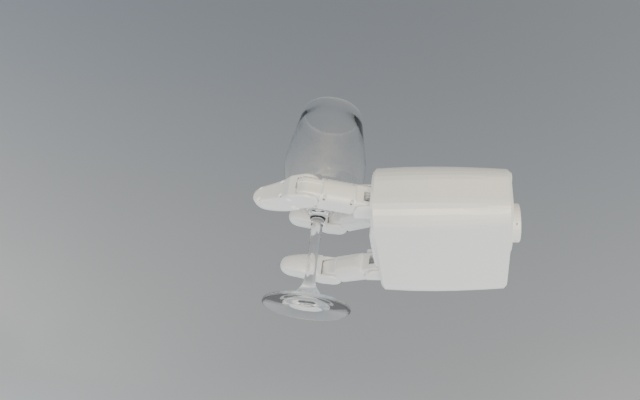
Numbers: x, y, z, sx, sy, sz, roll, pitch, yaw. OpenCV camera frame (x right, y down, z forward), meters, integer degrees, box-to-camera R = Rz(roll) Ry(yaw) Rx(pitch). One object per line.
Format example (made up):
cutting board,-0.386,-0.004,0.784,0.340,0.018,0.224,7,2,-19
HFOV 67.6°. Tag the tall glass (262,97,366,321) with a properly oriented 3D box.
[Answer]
tall glass,0.000,0.002,0.440,0.079,0.201,0.079,6,-28,3
